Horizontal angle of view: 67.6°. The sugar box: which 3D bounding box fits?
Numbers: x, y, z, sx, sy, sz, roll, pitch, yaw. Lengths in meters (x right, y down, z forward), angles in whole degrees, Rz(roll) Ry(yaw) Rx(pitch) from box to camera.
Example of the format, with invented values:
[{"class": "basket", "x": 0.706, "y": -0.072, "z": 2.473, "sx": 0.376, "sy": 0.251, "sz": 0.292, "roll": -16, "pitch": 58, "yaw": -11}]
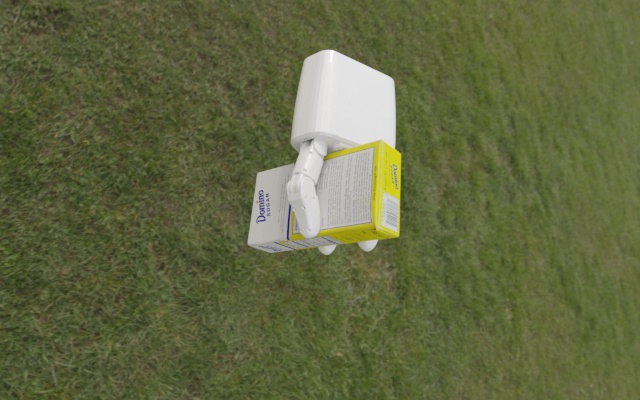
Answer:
[{"class": "sugar box", "x": 0.001, "y": 0.002, "z": 0.517, "sx": 0.176, "sy": 0.093, "sz": 0.048, "roll": -12, "pitch": -25, "yaw": 40}]
